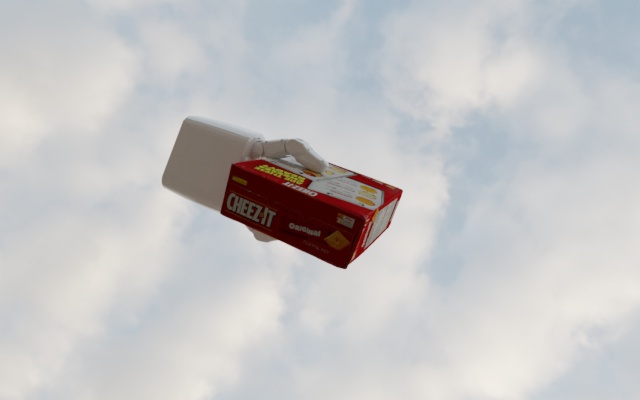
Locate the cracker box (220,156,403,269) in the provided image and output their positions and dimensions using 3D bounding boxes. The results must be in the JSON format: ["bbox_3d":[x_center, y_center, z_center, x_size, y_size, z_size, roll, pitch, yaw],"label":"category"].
[{"bbox_3d":[0.000,0.002,0.609,0.164,0.072,0.213,22,16,16],"label":"cracker box"}]
